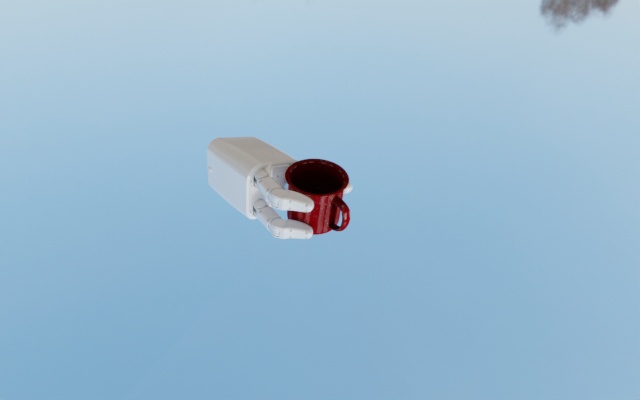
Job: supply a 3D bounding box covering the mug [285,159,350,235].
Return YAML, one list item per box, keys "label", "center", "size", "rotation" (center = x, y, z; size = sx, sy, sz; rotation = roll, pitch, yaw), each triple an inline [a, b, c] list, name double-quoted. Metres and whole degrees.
- label: "mug"
  center: [0.001, 0.003, 0.705]
  size: [0.093, 0.082, 0.117]
  rotation: [-28, 50, -35]
